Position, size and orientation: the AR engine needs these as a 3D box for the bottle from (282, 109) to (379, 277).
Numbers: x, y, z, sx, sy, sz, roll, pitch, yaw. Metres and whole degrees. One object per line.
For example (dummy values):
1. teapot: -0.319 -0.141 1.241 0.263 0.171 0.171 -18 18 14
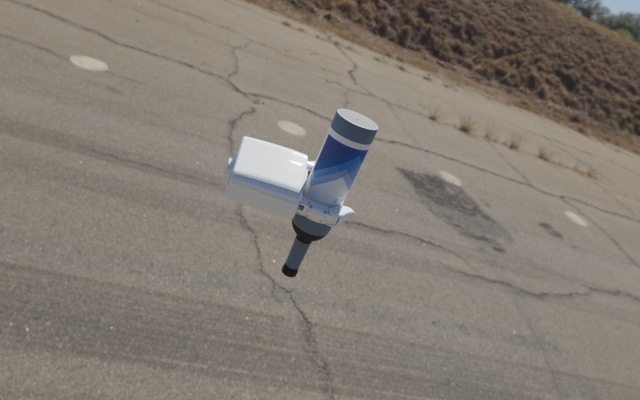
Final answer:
1. bottle: 0.000 0.002 0.758 0.069 0.296 0.069 19 26 -10
